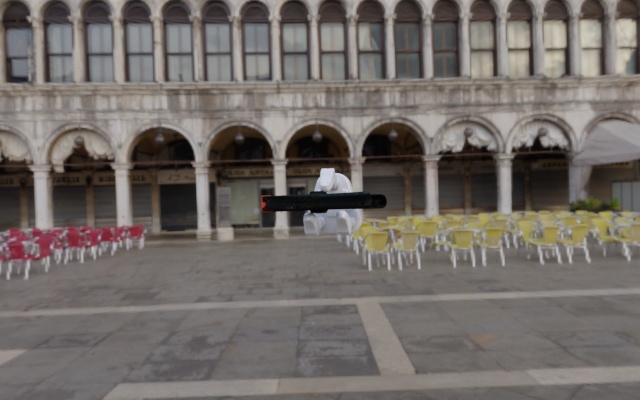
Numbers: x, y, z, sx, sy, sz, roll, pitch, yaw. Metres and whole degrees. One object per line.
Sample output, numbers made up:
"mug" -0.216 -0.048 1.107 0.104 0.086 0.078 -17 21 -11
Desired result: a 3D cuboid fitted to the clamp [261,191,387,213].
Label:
"clamp" 0.000 0.002 0.774 0.210 0.036 0.164 -2 -2 9
